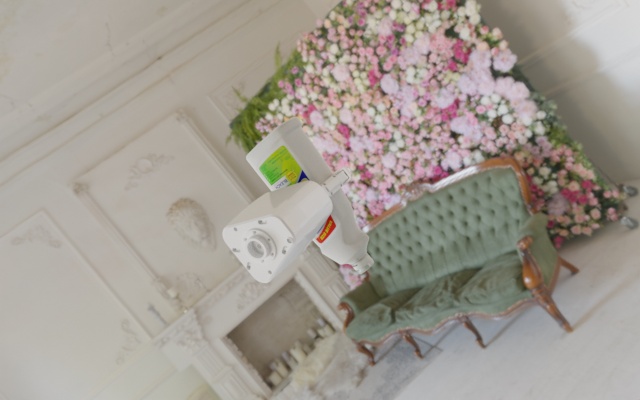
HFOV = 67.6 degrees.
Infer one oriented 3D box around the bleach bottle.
[{"bbox_3d":[0.000,0.002,0.730,0.102,0.251,0.068,-36,4,35],"label":"bleach bottle"}]
